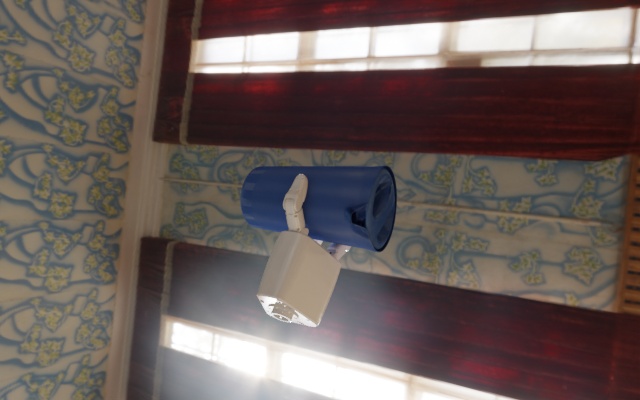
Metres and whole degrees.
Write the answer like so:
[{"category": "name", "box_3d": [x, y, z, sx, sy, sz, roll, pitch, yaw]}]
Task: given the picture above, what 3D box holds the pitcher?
[{"category": "pitcher", "box_3d": [0.000, 0.003, 0.790, 0.243, 0.145, 0.149, 6, -32, 26]}]
